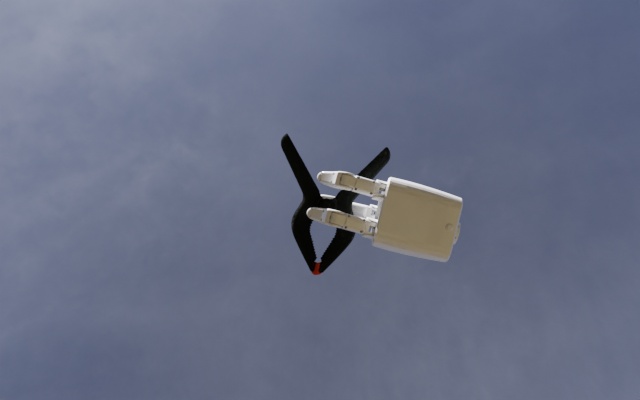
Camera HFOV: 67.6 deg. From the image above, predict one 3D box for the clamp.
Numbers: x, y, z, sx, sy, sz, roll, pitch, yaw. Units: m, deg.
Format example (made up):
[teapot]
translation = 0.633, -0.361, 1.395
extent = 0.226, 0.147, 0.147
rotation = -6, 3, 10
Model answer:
[clamp]
translation = 0.000, 0.003, 0.707
extent = 0.164, 0.210, 0.036
rotation = 15, -7, 6
